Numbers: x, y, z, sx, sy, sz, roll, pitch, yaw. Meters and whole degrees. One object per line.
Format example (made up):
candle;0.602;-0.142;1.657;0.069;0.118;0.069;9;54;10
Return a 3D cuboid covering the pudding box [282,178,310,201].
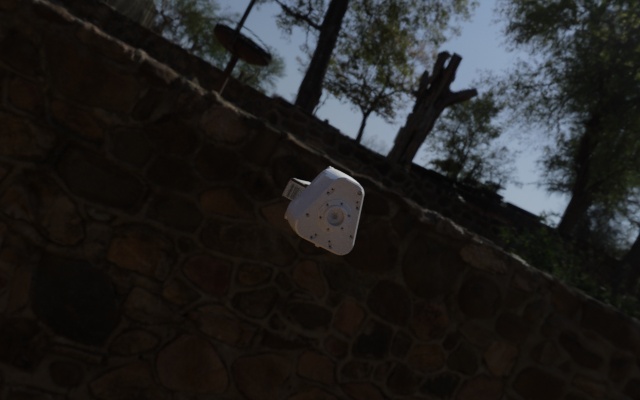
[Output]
pudding box;0.000;0.003;0.841;0.113;0.039;0.090;30;6;16
